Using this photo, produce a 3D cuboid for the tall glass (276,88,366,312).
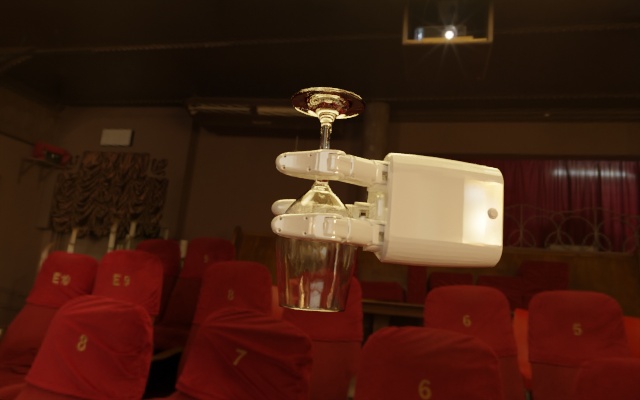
[{"bbox_3d":[0.000,0.001,0.455,0.079,0.201,0.079,5,-10,1],"label":"tall glass"}]
